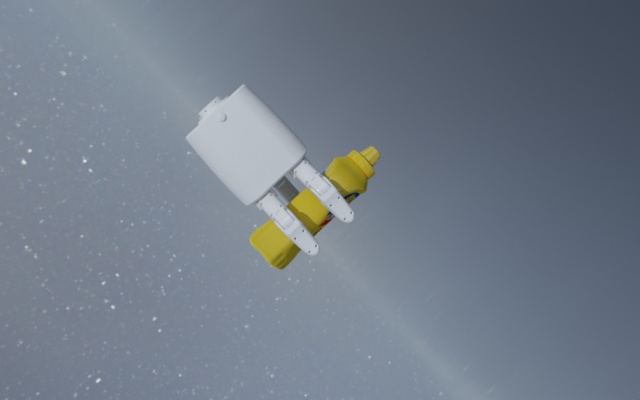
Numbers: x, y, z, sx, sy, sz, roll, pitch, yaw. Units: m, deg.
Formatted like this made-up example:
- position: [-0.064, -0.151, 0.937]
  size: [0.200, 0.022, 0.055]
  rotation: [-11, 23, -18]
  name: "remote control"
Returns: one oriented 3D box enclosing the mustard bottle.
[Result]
- position: [0.000, 0.002, 0.598]
  size: [0.191, 0.058, 0.096]
  rotation: [-43, -8, -3]
  name: "mustard bottle"
